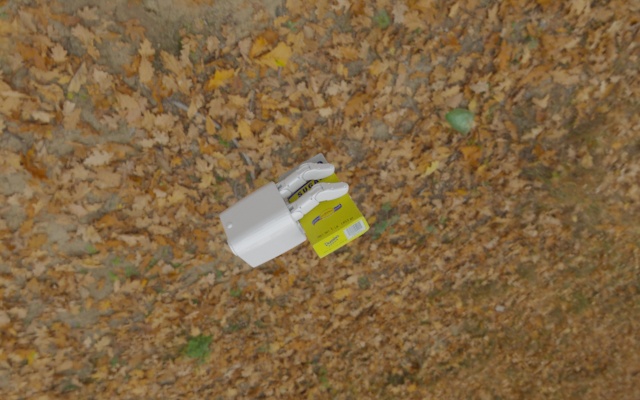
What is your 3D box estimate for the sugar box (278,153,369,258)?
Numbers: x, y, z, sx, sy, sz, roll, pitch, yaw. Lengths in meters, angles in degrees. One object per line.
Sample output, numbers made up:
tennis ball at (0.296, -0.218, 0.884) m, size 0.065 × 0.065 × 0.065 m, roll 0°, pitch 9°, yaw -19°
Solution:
sugar box at (0.000, 0.002, 0.796) m, size 0.093 × 0.176 × 0.048 m, roll -30°, pitch -41°, yaw -2°
